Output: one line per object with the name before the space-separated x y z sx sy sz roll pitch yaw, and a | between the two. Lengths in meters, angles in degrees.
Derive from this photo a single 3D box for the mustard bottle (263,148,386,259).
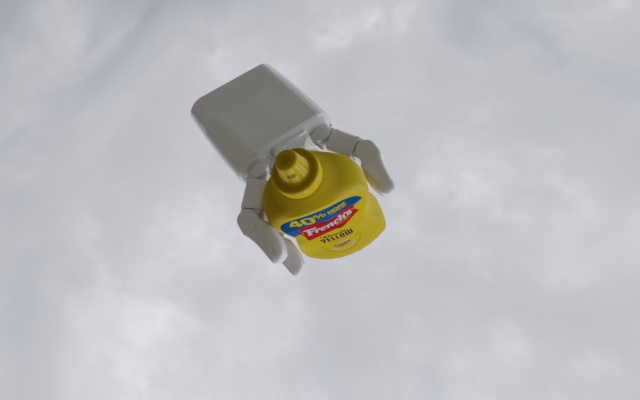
mustard bottle | 0.000 0.002 0.448 0.096 0.058 0.192 -20 -25 9
